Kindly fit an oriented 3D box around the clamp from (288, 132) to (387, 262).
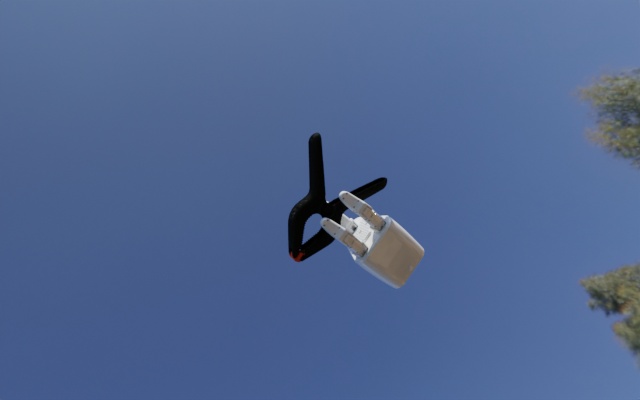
[{"bbox_3d":[0.000,0.003,0.805,0.164,0.210,0.036,38,-5,-23],"label":"clamp"}]
